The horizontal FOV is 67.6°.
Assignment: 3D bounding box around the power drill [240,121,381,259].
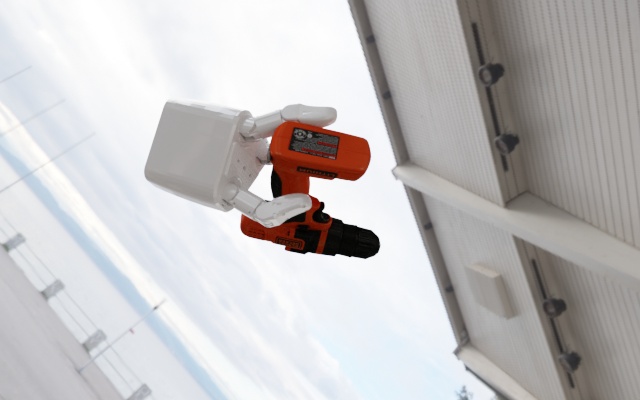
[{"bbox_3d":[0.000,0.001,0.562,0.184,0.057,0.188,11,-40,-5],"label":"power drill"}]
